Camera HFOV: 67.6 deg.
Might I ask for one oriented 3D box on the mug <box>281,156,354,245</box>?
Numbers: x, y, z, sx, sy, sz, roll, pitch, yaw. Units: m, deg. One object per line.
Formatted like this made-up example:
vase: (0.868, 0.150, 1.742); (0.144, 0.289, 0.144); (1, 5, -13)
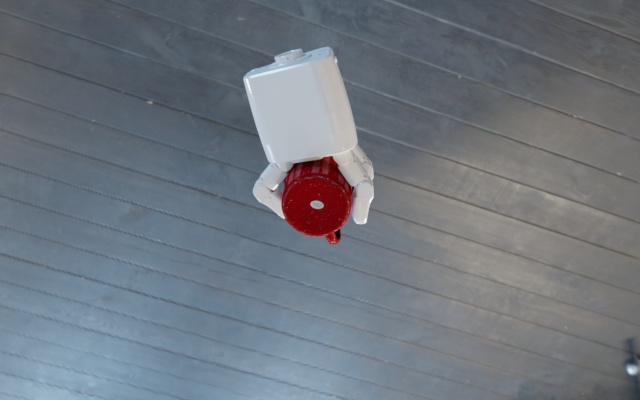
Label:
mug: (0.000, 0.003, 0.588); (0.093, 0.117, 0.081); (-14, 23, 10)
